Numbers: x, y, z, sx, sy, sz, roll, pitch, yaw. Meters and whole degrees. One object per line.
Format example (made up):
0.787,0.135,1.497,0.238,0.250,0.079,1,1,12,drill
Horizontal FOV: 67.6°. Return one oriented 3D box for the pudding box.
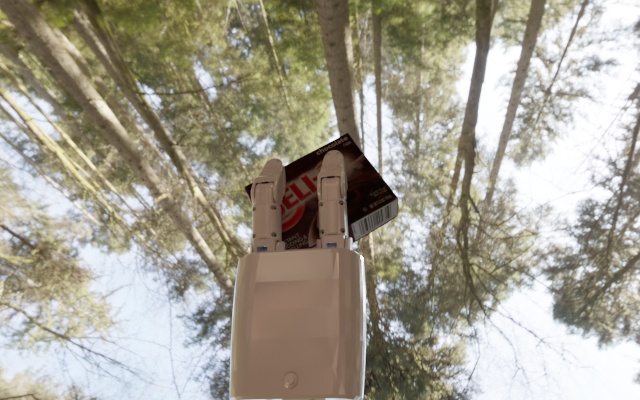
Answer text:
0.000,0.002,0.430,0.113,0.090,0.039,-27,-33,-8,pudding box
